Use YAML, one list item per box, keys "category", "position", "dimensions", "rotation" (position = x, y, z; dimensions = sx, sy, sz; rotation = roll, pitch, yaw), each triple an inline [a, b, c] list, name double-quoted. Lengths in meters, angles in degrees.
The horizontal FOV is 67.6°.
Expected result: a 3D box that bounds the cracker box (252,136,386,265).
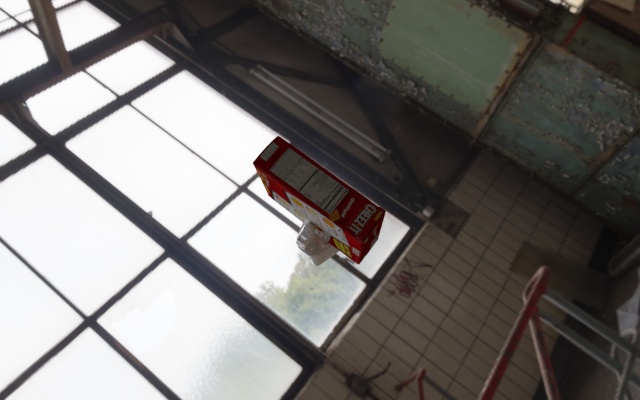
- category: "cracker box"
  position: [0.000, 0.003, 0.793]
  dimensions: [0.213, 0.072, 0.164]
  rotation: [36, -13, 13]
